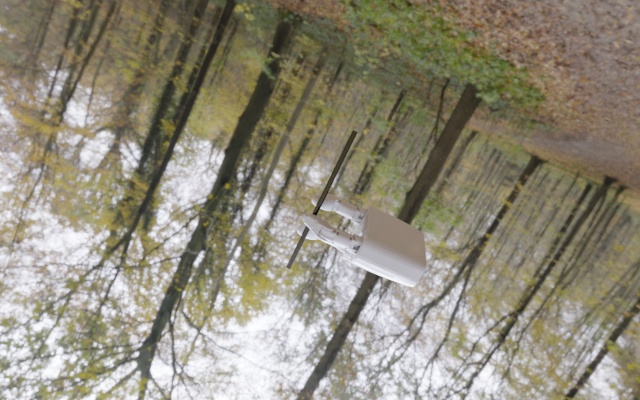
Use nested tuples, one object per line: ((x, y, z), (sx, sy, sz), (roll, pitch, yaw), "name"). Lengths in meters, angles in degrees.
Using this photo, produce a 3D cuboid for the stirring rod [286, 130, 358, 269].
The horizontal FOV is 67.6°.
((0.000, 0.002, 0.736), (0.011, 0.239, 0.011), (25, 14, -6), "stirring rod")
